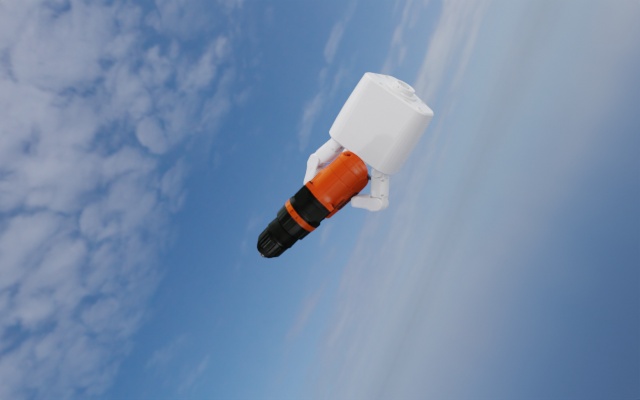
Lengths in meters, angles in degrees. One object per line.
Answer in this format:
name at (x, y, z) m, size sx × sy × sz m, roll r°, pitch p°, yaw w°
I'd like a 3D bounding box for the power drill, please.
power drill at (0.000, 0.002, 0.687) m, size 0.184 × 0.057 × 0.187 m, roll -42°, pitch -1°, yaw 14°
